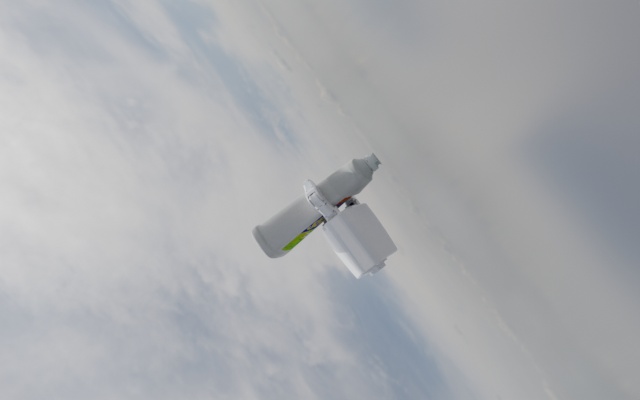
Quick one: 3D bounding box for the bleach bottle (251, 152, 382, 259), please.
[{"bbox_3d":[0.000,0.003,0.848,0.251,0.068,0.102,-39,-12,11],"label":"bleach bottle"}]
